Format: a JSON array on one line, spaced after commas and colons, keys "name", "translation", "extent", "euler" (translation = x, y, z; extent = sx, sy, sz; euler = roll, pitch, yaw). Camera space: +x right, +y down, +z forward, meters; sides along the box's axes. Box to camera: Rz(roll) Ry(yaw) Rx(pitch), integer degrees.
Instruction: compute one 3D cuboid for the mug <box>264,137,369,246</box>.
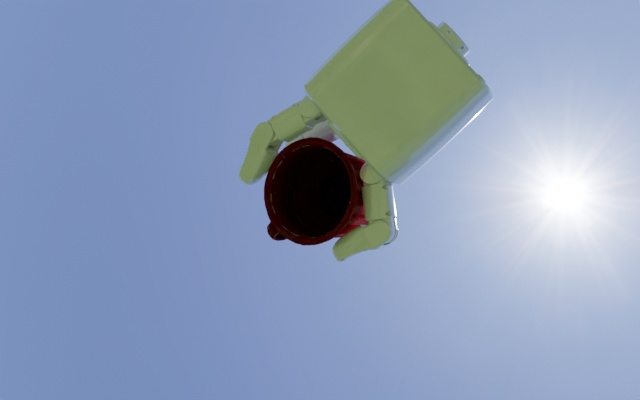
[{"name": "mug", "translation": [-0.001, 0.002, 0.449], "extent": [0.117, 0.093, 0.081], "euler": [-42, -21, 21]}]
